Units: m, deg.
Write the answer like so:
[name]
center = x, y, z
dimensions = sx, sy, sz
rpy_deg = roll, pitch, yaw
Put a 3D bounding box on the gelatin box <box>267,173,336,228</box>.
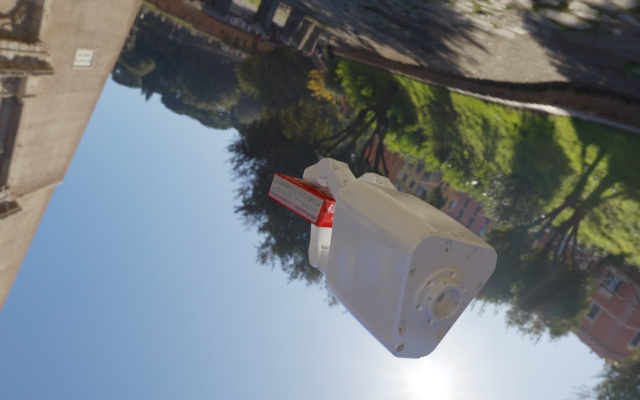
[gelatin box]
center = 0.000, 0.002, 0.497
dimensions = 0.073, 0.030, 0.089
rpy_deg = 11, 12, -44
